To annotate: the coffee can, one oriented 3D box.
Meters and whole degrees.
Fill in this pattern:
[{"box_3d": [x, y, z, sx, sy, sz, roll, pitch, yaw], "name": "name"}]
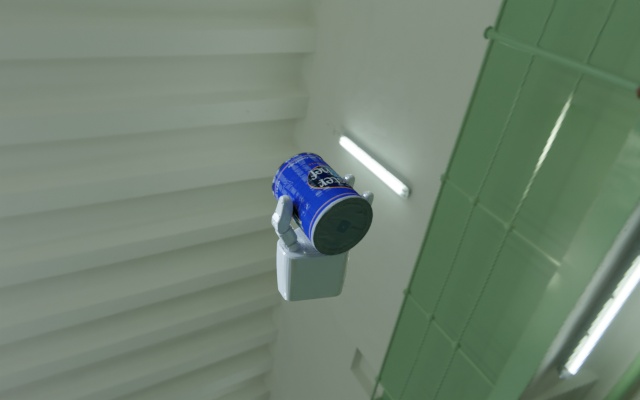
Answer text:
[{"box_3d": [0.000, 0.002, 0.740, 0.103, 0.103, 0.140, 0, 32, -35], "name": "coffee can"}]
